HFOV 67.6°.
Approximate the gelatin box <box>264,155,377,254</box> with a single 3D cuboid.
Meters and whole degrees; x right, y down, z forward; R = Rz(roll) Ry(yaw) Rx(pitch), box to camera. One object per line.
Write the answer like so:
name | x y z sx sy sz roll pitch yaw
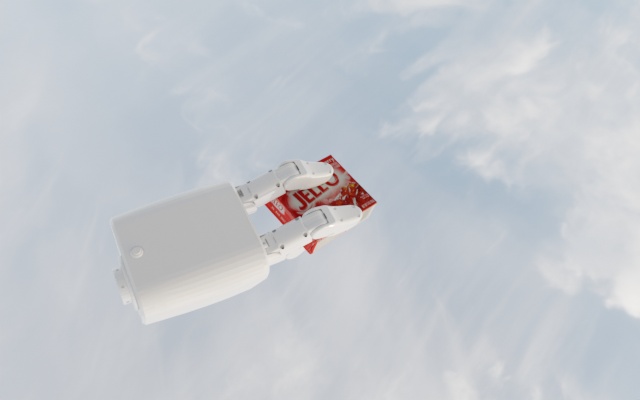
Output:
gelatin box | 0.000 0.002 0.474 0.089 0.073 0.030 -29 -22 -35
